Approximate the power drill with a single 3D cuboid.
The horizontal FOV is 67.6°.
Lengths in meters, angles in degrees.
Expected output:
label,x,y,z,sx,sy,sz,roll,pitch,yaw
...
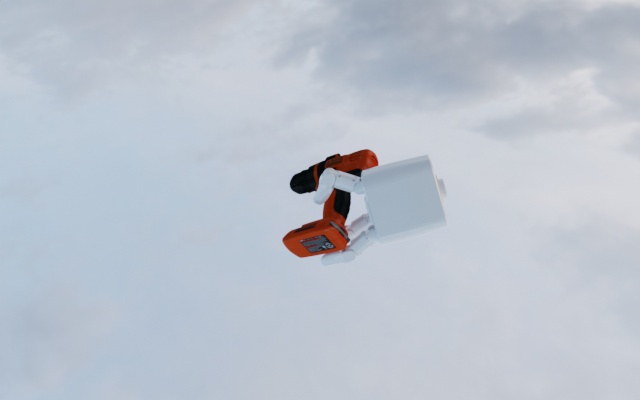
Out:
label,x,y,z,sx,sy,sz,roll,pitch,yaw
power drill,0.000,0.003,0.798,0.184,0.187,0.057,-17,-49,38
